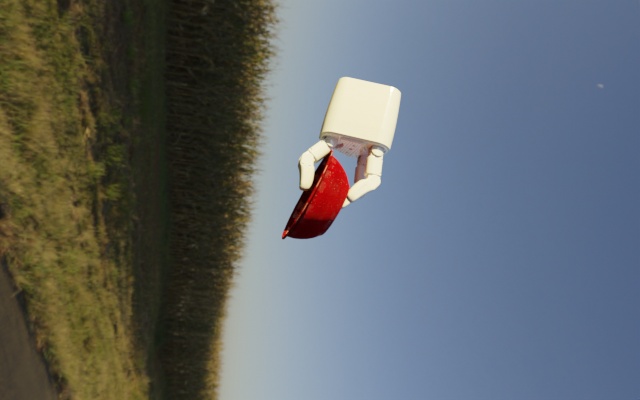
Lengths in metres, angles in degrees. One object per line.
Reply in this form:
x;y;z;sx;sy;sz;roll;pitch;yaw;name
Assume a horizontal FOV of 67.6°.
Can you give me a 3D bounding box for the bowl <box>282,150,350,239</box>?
0.000;0.004;0.758;0.055;0.162;0.162;30;-4;-7;bowl
